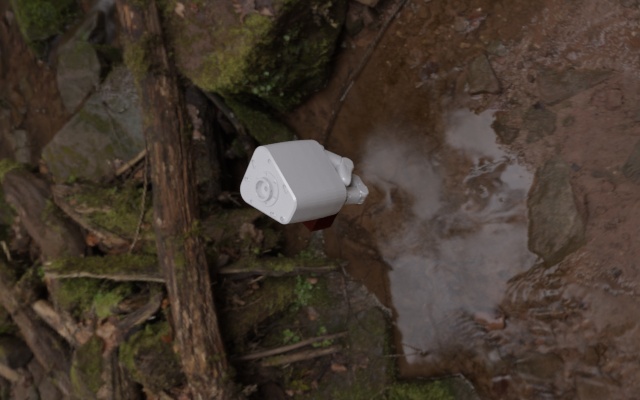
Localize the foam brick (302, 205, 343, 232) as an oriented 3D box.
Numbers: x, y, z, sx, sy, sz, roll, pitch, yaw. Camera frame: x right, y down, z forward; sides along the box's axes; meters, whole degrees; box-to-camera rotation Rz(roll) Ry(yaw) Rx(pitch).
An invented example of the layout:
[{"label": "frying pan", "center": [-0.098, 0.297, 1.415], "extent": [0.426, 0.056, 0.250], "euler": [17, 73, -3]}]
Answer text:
[{"label": "foam brick", "center": [0.000, 0.003, 0.763], "extent": [0.051, 0.078, 0.053], "euler": [-13, 49, -48]}]
